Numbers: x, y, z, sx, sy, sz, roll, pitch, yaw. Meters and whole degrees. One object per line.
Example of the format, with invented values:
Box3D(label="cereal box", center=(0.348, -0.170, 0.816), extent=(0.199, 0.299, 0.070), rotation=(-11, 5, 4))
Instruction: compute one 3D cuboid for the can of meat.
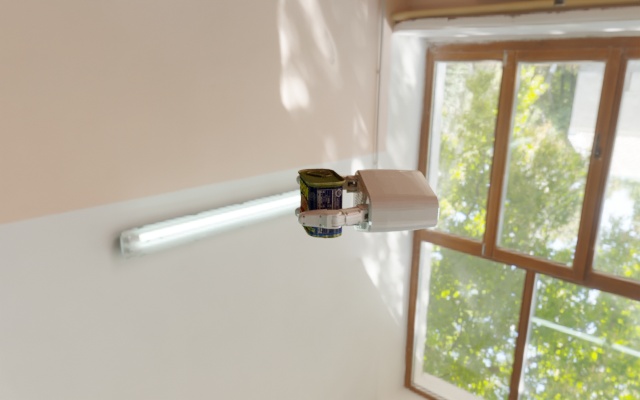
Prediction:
Box3D(label="can of meat", center=(0.000, 0.003, 0.717), extent=(0.057, 0.084, 0.102), rotation=(-3, 16, -12))
